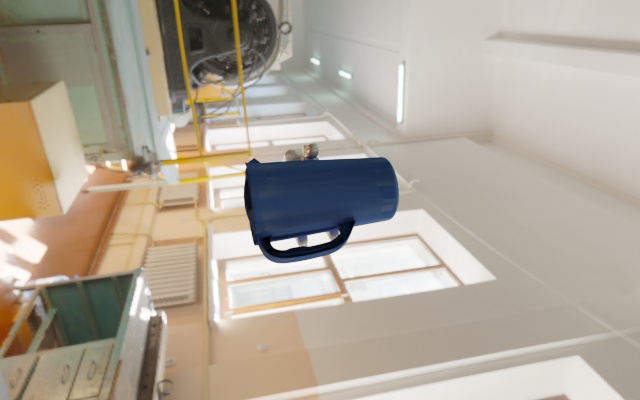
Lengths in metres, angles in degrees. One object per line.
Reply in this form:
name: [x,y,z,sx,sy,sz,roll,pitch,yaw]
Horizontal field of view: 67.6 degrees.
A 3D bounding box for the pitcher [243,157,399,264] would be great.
pitcher: [0.000,0.002,0.774,0.243,0.149,0.145,-7,14,-11]
